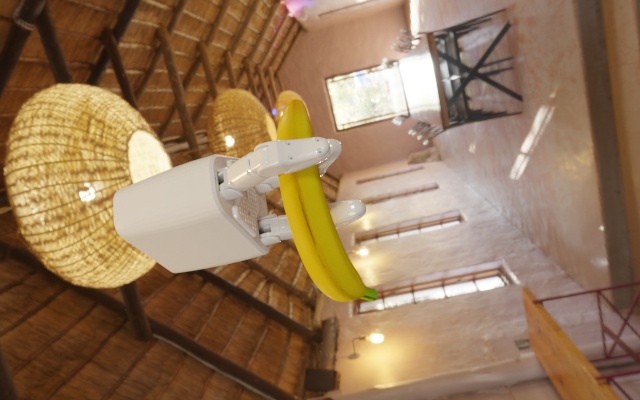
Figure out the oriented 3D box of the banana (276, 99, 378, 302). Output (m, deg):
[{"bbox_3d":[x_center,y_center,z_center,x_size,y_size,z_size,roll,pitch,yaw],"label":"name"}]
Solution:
[{"bbox_3d":[-0.005,0.008,0.413,0.037,0.198,0.069,-18,3,21],"label":"banana"}]
